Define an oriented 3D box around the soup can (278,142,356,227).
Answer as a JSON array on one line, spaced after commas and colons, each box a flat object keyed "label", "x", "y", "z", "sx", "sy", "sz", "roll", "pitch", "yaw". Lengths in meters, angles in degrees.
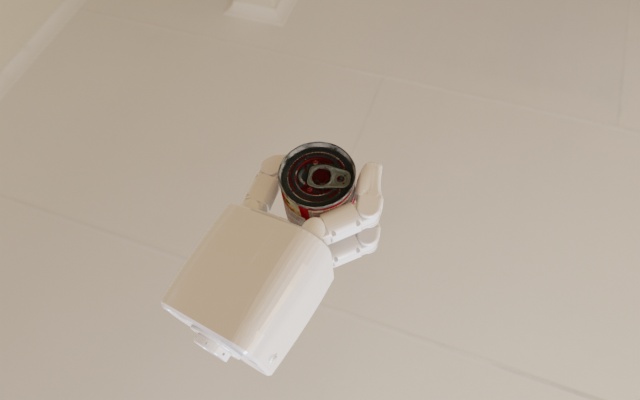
[{"label": "soup can", "x": 0.000, "y": 0.001, "z": 0.454, "sx": 0.068, "sy": 0.068, "sz": 0.102, "roll": 0, "pitch": -29, "yaw": 4}]
